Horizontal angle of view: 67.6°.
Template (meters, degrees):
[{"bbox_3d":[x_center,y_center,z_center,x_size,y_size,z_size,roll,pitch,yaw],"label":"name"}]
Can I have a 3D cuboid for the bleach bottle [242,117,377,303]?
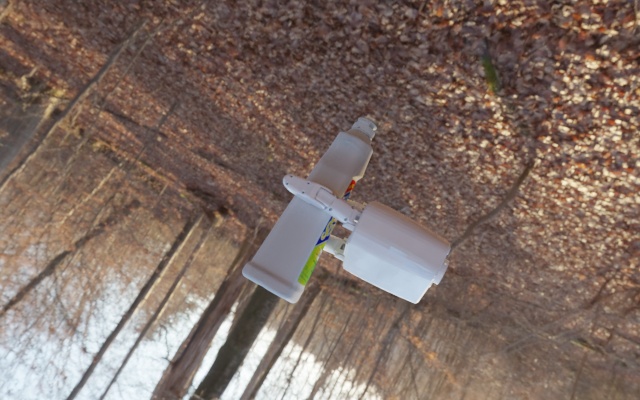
[{"bbox_3d":[0.000,0.002,0.599,0.068,0.250,0.102,27,-12,13],"label":"bleach bottle"}]
